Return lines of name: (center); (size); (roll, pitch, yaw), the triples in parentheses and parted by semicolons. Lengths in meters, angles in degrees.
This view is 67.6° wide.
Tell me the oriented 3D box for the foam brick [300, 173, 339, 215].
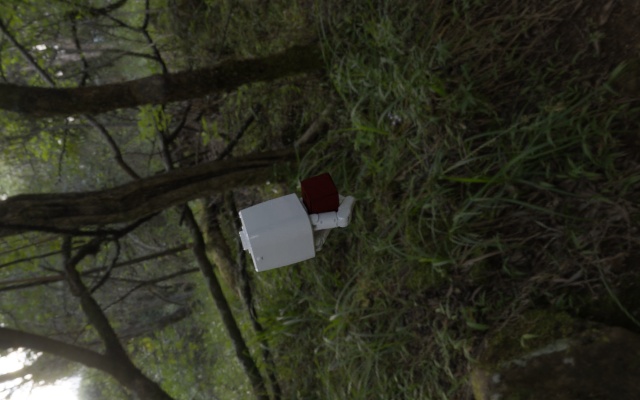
foam brick: (0.000, 0.002, 0.810); (0.051, 0.078, 0.053); (-16, 46, -10)
